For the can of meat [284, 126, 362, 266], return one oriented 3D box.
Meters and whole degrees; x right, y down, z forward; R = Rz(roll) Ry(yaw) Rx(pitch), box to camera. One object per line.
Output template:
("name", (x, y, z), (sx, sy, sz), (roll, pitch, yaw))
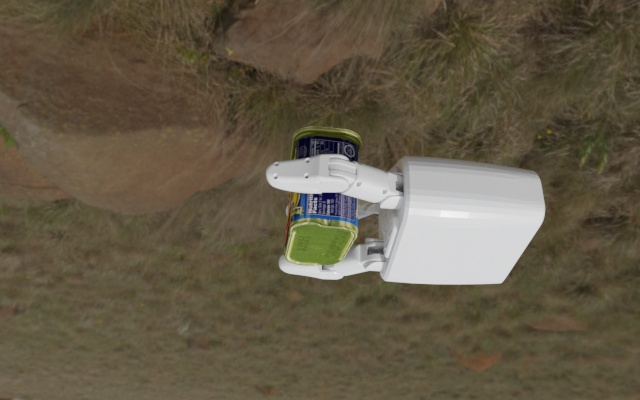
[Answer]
("can of meat", (0.000, 0.002, 0.403), (0.057, 0.084, 0.102), (5, -26, -6))
